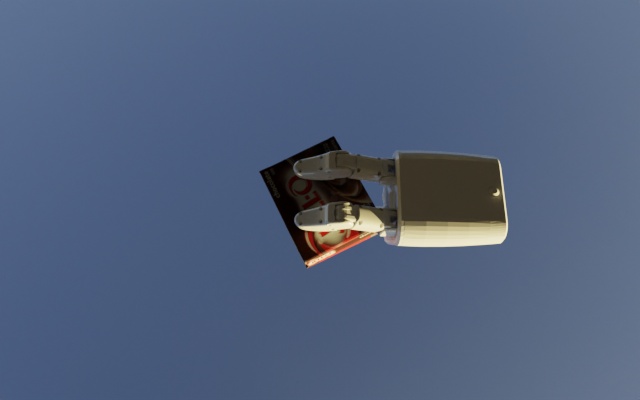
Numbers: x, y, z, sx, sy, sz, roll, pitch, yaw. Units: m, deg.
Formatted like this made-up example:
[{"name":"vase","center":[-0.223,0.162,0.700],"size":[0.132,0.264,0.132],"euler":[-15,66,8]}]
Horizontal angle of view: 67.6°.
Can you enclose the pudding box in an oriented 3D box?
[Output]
[{"name":"pudding box","center":[0.000,0.002,0.503],"size":[0.090,0.113,0.039],"euler":[-26,-19,-8]}]
